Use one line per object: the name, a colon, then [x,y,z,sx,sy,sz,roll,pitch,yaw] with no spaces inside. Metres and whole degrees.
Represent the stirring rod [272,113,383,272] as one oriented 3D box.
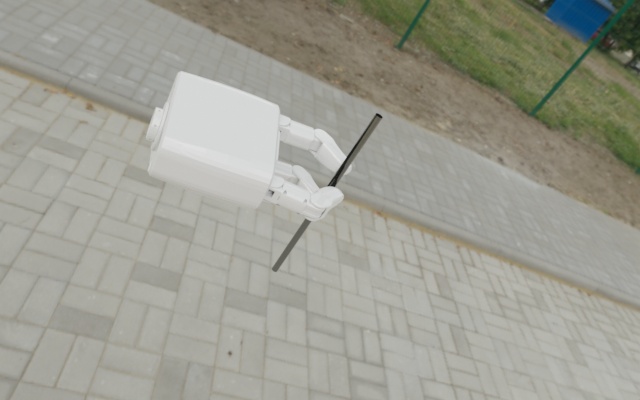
stirring rod: [0.000,0.002,0.528,0.011,0.011,0.240,0,-44,-41]
